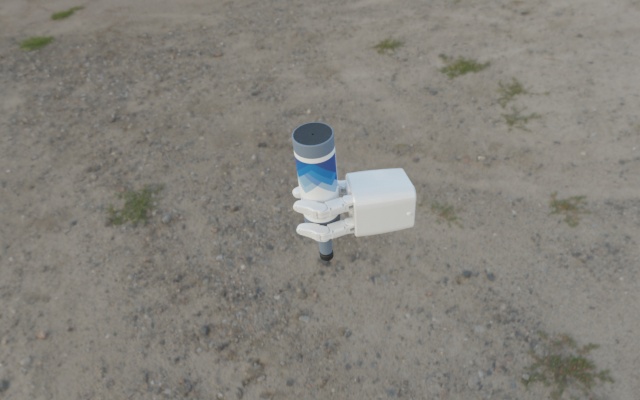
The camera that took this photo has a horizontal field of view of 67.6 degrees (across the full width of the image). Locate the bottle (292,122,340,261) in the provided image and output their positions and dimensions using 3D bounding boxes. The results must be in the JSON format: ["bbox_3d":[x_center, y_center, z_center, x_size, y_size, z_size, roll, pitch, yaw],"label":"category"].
[{"bbox_3d":[0.000,0.003,0.848,0.069,0.296,0.069,-4,43,3],"label":"bottle"}]
